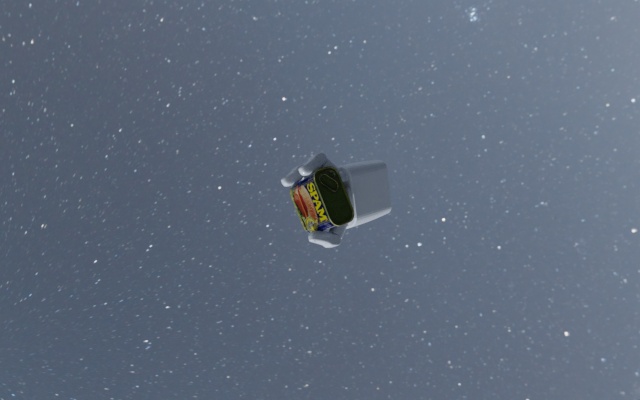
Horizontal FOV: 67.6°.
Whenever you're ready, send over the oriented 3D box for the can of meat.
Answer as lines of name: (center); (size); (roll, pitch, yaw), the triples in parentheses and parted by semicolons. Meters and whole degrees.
can of meat: (0.000, 0.003, 0.829); (0.057, 0.102, 0.084); (-19, -3, -40)
